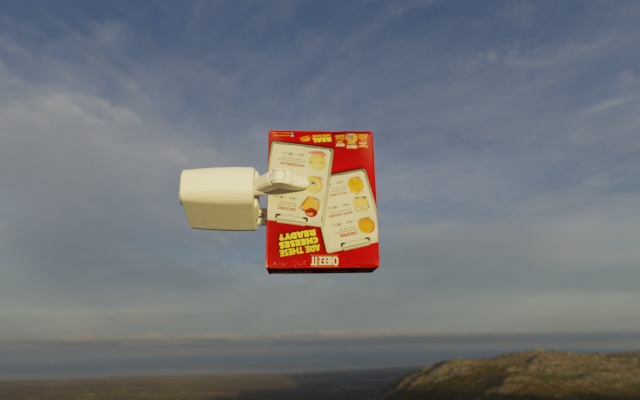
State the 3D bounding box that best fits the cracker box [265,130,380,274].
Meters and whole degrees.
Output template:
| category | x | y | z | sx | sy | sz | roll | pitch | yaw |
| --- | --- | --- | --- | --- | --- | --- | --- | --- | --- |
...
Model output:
| category | x | y | z | sx | sy | sz | roll | pitch | yaw |
| --- | --- | --- | --- | --- | --- | --- | --- | --- | --- |
| cracker box | 0.000 | 0.002 | 0.730 | 0.164 | 0.213 | 0.072 | 0 | -17 | -3 |
